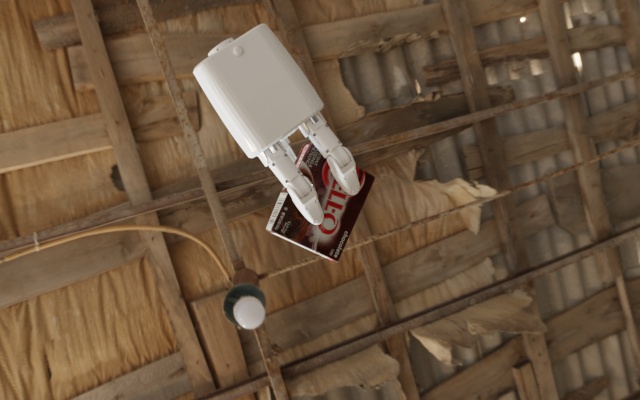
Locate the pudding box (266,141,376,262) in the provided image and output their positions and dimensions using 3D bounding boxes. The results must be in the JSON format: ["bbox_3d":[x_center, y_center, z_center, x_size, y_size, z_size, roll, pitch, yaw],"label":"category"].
[{"bbox_3d":[0.000,0.002,0.553,0.090,0.113,0.039,27,-5,-19],"label":"pudding box"}]
